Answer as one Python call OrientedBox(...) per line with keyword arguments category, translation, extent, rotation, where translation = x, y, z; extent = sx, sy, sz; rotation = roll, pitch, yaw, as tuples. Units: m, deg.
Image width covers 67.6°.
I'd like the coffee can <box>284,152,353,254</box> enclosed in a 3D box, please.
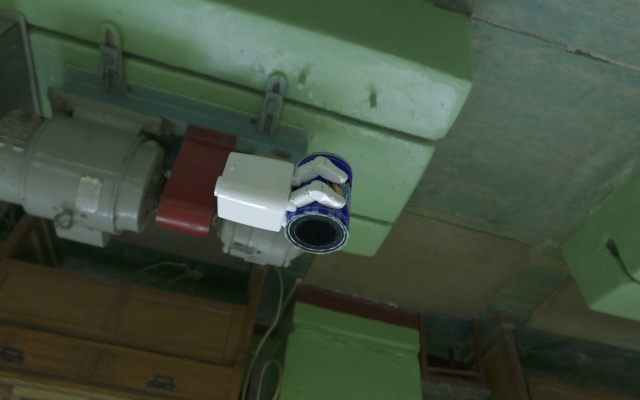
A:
OrientedBox(category="coffee can", translation=(0.000, 0.003, 0.796), extent=(0.103, 0.140, 0.103), rotation=(4, -43, 4))
